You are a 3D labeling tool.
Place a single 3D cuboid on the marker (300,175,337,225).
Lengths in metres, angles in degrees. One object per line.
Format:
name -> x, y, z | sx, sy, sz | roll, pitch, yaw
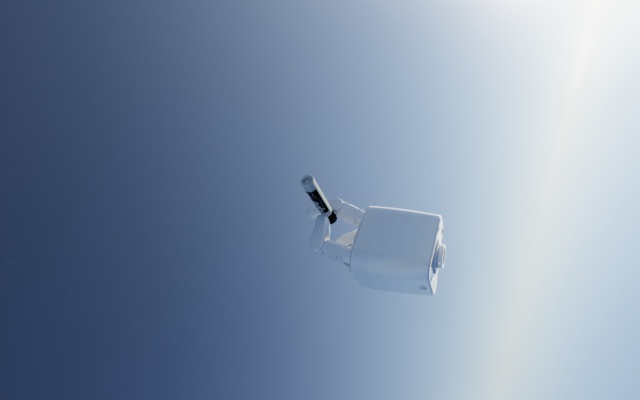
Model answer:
marker -> 0.000, 0.002, 0.673 | 0.020, 0.020, 0.121 | 0, -28, 20
